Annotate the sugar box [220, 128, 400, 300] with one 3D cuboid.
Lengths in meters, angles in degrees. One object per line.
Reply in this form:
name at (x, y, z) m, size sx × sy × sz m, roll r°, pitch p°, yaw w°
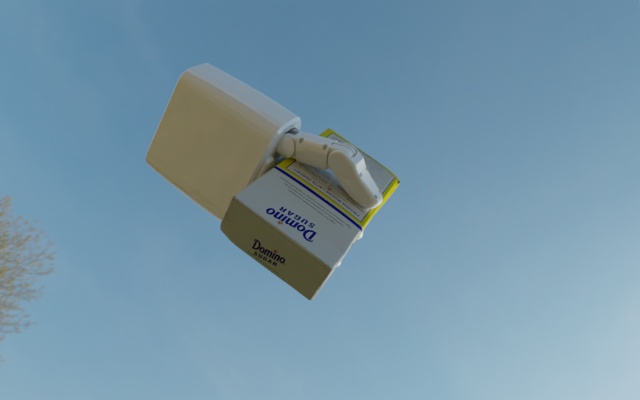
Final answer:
sugar box at (0.000, 0.002, 0.422) m, size 0.093 × 0.048 × 0.176 m, roll 36°, pitch 37°, yaw 7°
